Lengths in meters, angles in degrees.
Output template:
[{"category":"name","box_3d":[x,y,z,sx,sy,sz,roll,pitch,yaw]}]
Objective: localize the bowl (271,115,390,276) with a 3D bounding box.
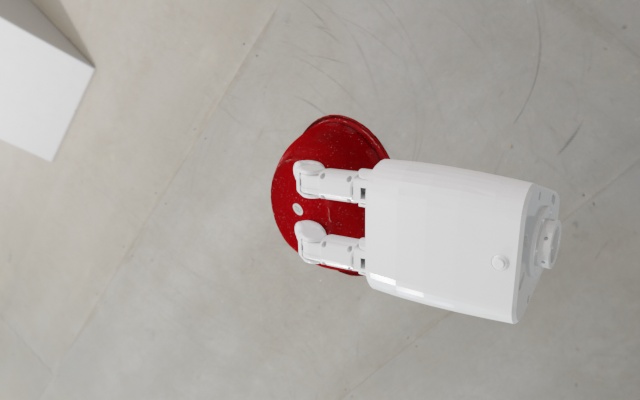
[{"category":"bowl","box_3d":[-0.001,0.002,0.457,0.055,0.162,0.162,-14,9,-37]}]
